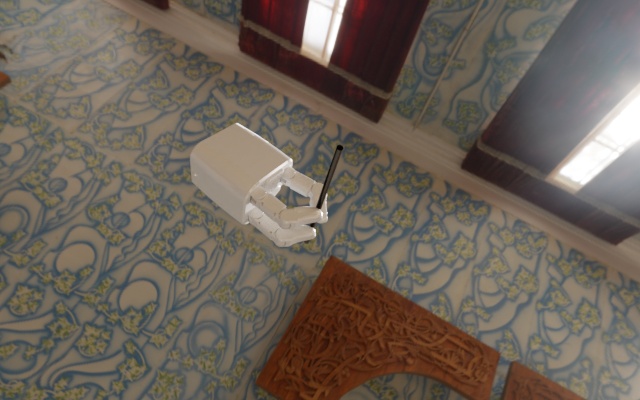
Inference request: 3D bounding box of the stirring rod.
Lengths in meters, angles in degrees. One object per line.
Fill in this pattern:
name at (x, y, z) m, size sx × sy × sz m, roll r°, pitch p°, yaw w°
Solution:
stirring rod at (0.000, 0.002, 0.636) m, size 0.011 × 0.011 × 0.240 m, roll 0°, pitch -31°, yaw -12°
